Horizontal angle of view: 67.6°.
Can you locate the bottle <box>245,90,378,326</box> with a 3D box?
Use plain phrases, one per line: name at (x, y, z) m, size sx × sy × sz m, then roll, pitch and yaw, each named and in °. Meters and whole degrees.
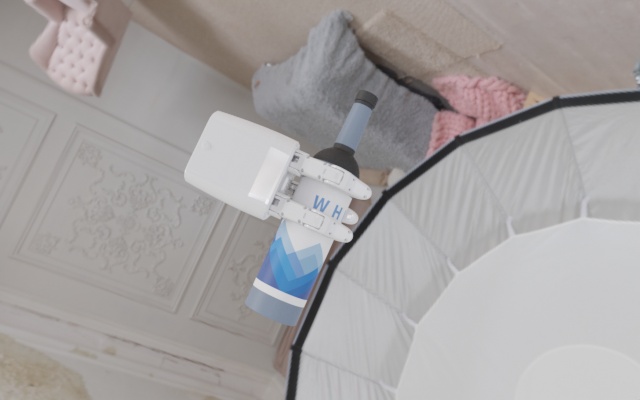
bottle at (0.000, 0.002, 0.583) m, size 0.069 × 0.295 × 0.069 m, roll 24°, pitch -6°, yaw 3°
